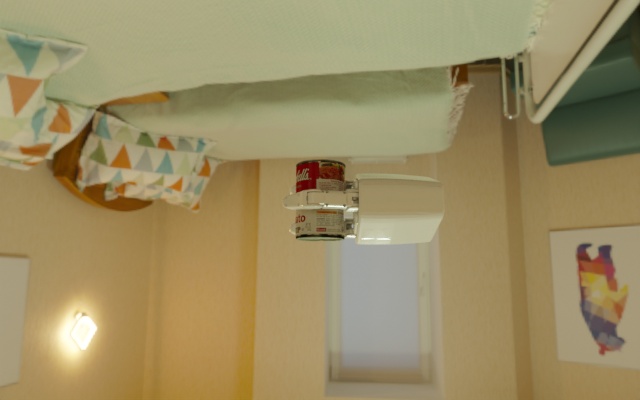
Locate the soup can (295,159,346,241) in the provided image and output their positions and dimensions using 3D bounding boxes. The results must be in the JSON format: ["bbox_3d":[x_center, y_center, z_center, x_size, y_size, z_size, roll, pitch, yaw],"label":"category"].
[{"bbox_3d":[0.000,0.002,0.644,0.068,0.102,0.068,0,-10,0],"label":"soup can"}]
